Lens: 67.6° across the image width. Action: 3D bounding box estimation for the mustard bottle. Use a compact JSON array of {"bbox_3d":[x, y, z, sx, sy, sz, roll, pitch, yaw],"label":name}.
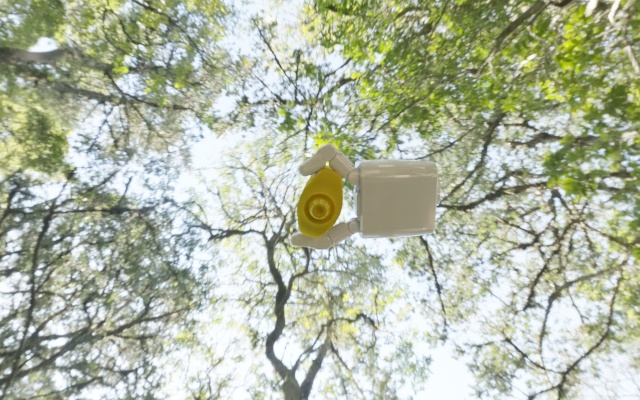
[{"bbox_3d":[0.000,0.002,0.669,0.058,0.096,0.191,22,6,-2],"label":"mustard bottle"}]
